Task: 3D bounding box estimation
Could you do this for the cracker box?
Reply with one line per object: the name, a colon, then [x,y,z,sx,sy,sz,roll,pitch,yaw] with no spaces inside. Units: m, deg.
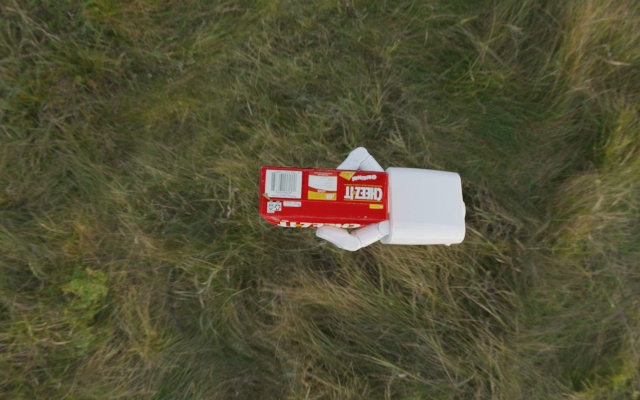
cracker box: [0.000,0.002,0.697,0.164,0.072,0.214,2,-6,-2]
